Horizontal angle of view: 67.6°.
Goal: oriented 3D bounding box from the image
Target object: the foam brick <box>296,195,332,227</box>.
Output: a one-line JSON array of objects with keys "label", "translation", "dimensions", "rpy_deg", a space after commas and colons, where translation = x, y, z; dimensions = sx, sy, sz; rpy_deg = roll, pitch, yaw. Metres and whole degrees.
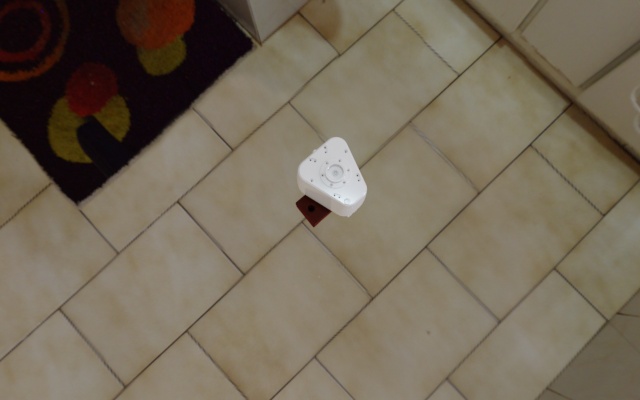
[{"label": "foam brick", "translation": [0.000, 0.003, 0.864], "dimensions": [0.078, 0.053, 0.051], "rpy_deg": [-41, -6, -6]}]
